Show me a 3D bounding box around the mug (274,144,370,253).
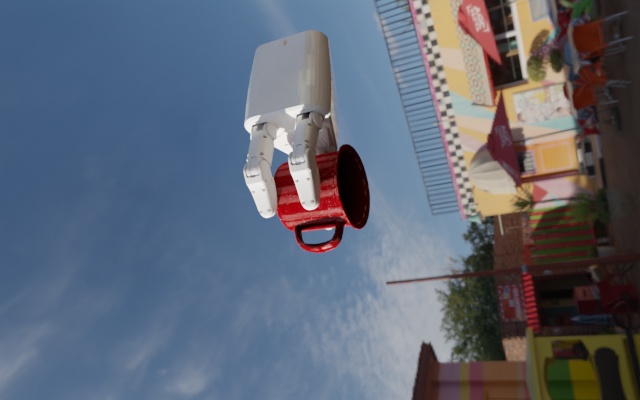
[{"bbox_3d":[0.000,0.003,0.523,0.081,0.117,0.093,-9,-27,25],"label":"mug"}]
